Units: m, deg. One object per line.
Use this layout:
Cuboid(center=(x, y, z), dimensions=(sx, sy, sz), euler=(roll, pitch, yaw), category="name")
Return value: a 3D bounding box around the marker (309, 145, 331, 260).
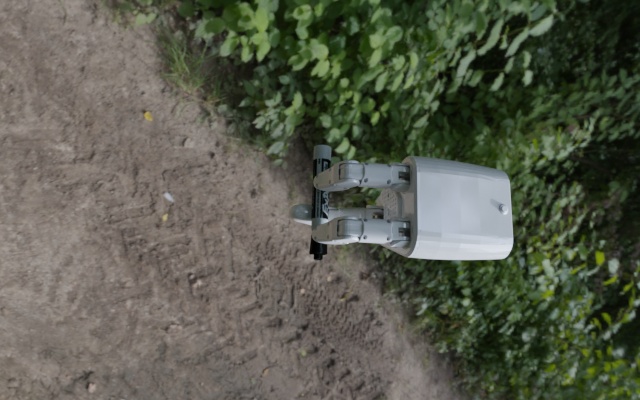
Cuboid(center=(0.000, 0.002, 0.500), dimensions=(0.020, 0.121, 0.020), euler=(2, -13, 0), category="marker")
